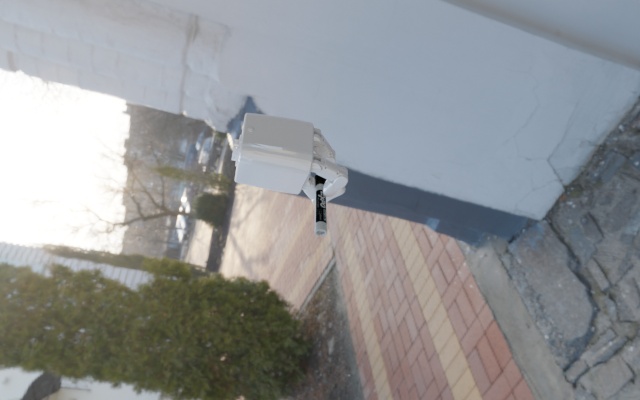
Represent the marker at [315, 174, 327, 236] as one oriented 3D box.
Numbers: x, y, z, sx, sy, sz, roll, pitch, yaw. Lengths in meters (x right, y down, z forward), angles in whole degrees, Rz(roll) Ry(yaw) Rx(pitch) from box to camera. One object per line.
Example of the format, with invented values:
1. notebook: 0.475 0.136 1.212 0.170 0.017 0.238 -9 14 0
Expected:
1. marker: 0.000 0.002 0.754 0.020 0.121 0.020 0 -39 0
